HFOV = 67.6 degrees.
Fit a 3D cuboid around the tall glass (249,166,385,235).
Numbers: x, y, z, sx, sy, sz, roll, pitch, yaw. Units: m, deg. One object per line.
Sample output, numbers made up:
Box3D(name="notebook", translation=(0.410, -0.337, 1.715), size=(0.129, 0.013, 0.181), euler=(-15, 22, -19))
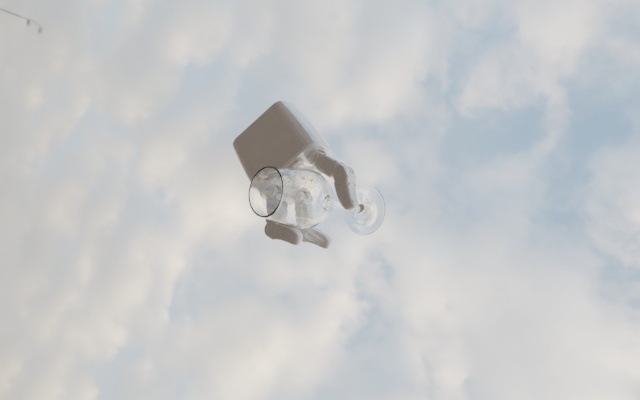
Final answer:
Box3D(name="tall glass", translation=(0.001, 0.002, 0.638), size=(0.079, 0.079, 0.201), euler=(0, -7, 41))
